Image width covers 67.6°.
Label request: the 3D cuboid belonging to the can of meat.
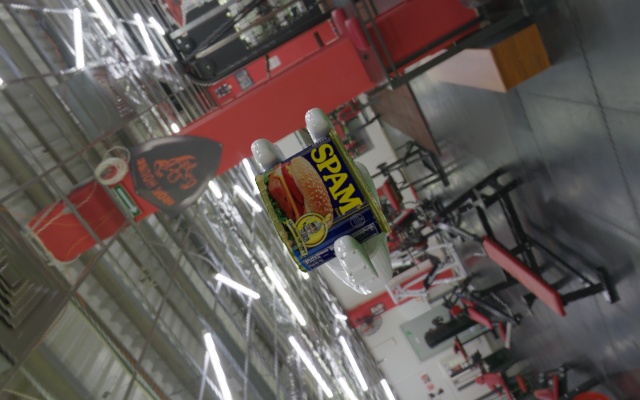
[{"bbox_3d":[0.000,0.002,0.417,0.084,0.102,0.057,-29,-27,3],"label":"can of meat"}]
